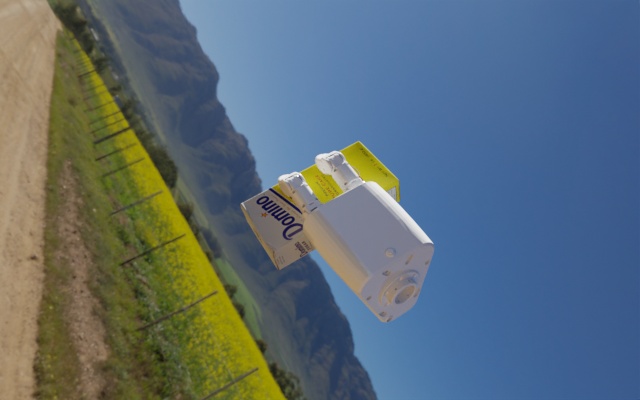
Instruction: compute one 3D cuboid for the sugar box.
[{"bbox_3d":[0.000,0.002,0.590,0.176,0.048,0.093,-28,50,-15],"label":"sugar box"}]
